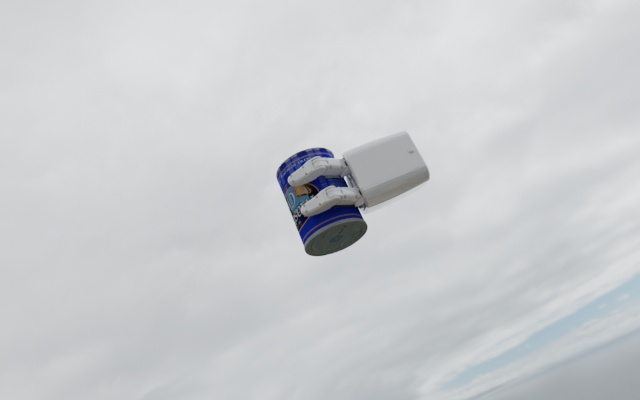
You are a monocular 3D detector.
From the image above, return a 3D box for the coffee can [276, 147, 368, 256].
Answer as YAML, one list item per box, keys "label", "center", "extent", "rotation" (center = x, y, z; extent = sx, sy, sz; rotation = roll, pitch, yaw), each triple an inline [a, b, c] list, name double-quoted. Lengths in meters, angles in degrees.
- label: "coffee can"
  center: [0.000, 0.003, 0.754]
  extent: [0.103, 0.140, 0.103]
  rotation: [-19, -27, -10]
